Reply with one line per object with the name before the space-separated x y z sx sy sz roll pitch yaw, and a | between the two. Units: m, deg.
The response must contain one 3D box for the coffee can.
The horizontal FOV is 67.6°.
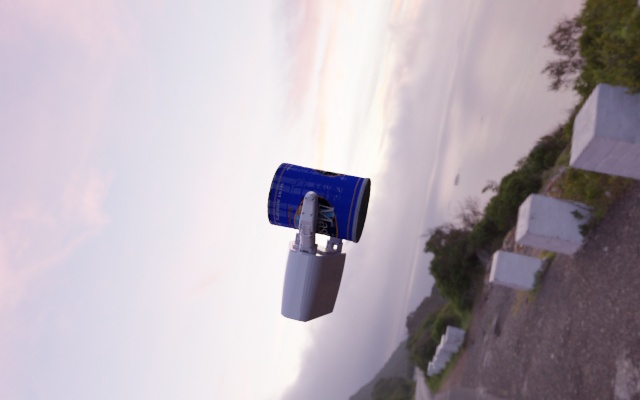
coffee can | 0.000 0.002 0.746 0.140 0.103 0.103 11 2 12
